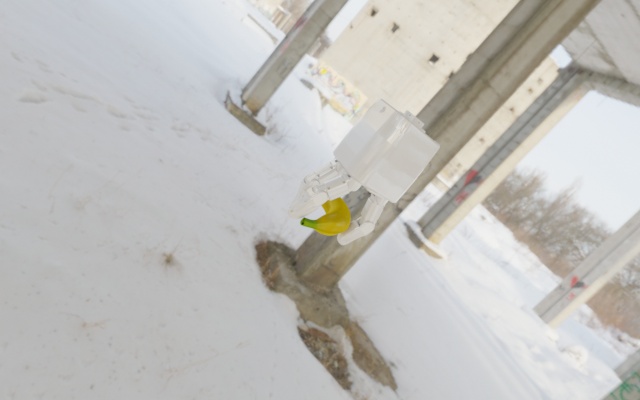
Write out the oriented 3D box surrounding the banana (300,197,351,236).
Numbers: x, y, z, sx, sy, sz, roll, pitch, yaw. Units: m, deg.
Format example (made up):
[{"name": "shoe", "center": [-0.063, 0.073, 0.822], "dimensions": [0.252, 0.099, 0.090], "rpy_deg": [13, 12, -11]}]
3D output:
[{"name": "banana", "center": [0.015, 0.014, 0.737], "dimensions": [0.069, 0.037, 0.197], "rpy_deg": [35, 14, -5]}]
